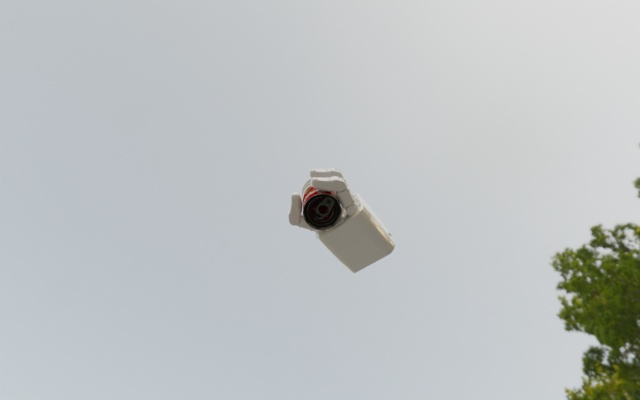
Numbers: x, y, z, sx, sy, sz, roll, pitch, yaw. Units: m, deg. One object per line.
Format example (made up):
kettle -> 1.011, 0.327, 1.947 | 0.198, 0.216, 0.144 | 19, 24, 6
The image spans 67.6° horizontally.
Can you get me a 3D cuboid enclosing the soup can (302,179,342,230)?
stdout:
soup can -> 0.000, 0.002, 0.870 | 0.068, 0.068, 0.102 | 0, 20, -4
